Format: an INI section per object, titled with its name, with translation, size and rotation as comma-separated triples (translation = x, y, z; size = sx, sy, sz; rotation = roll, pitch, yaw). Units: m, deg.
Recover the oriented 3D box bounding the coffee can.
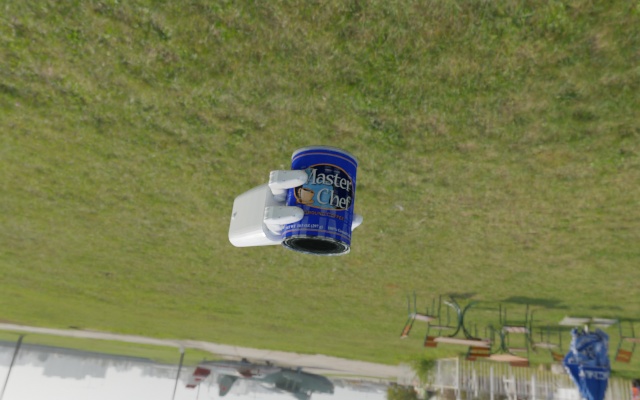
[coffee can]
translation = 0.000, 0.002, 0.715
size = 0.103, 0.140, 0.103
rotation = 5, -20, 2
